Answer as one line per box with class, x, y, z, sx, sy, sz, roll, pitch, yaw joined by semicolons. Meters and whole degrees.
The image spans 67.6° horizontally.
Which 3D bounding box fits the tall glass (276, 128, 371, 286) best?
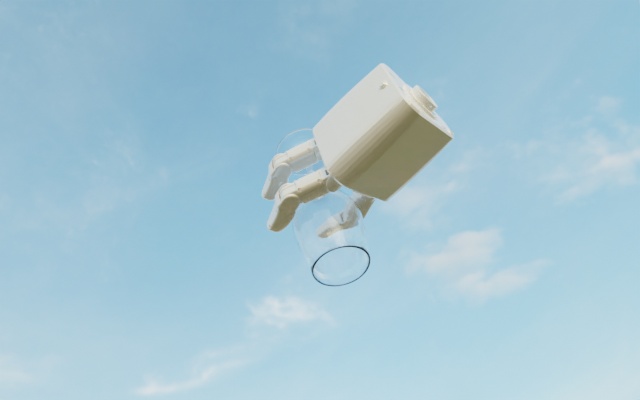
tall glass;0.000;0.001;0.553;0.079;0.079;0.200;0;41;-16
